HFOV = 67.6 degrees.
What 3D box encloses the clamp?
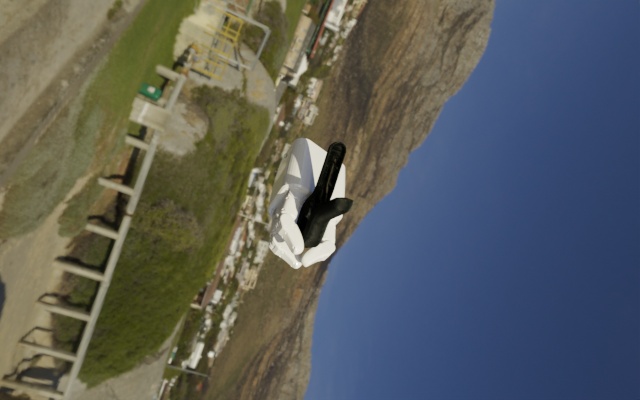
[{"bbox_3d":[0.001,0.003,0.672,0.039,0.120,0.171,20,-40,-16],"label":"clamp"}]
